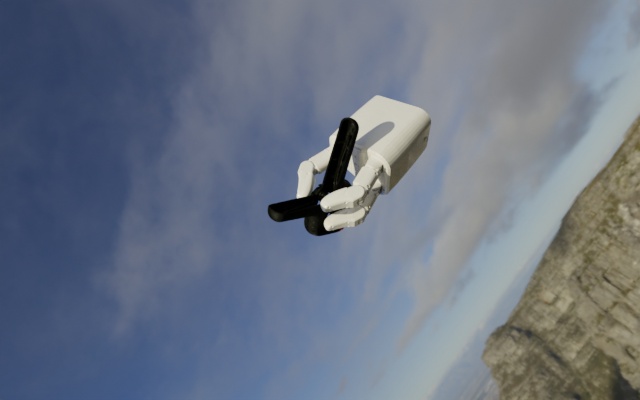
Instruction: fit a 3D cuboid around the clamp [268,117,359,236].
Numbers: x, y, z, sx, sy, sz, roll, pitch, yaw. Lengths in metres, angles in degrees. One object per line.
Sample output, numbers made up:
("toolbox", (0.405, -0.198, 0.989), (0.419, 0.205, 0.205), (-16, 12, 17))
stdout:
("clamp", (0.000, 0.002, 0.664), (0.036, 0.164, 0.210), (35, -21, 23))
